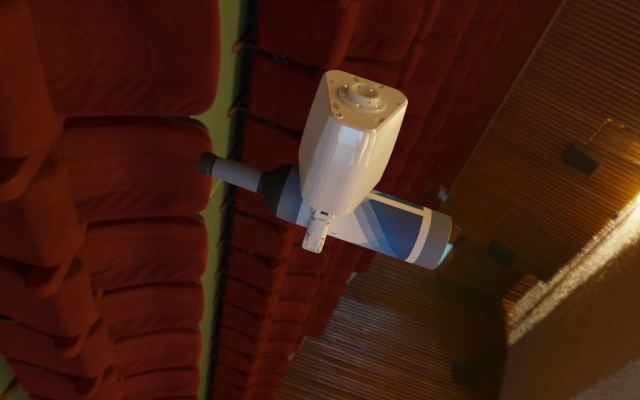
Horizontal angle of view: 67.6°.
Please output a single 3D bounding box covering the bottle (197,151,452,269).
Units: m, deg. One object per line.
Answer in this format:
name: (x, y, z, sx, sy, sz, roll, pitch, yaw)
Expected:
bottle: (0.000, 0.002, 0.558, 0.296, 0.069, 0.069, 19, 0, 1)
